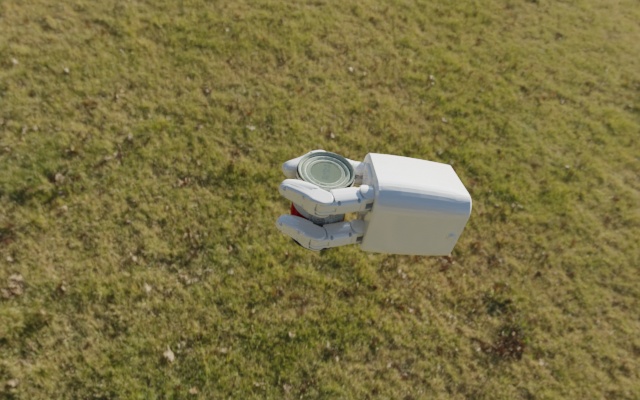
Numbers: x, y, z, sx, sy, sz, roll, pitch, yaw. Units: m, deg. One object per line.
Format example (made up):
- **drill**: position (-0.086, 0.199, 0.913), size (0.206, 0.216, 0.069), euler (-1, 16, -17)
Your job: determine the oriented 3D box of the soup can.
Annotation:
- **soup can**: position (0.000, 0.001, 0.563), size (0.068, 0.068, 0.102), euler (0, -44, -11)
